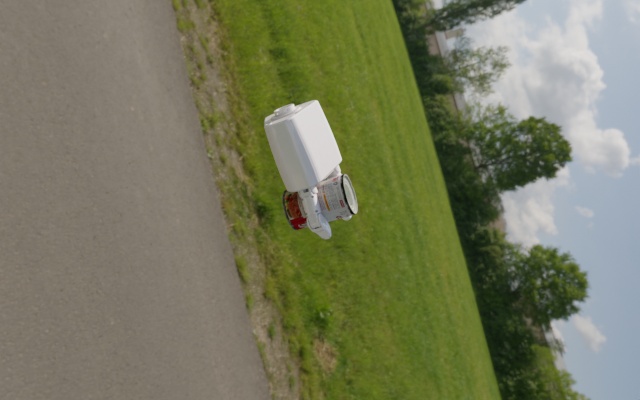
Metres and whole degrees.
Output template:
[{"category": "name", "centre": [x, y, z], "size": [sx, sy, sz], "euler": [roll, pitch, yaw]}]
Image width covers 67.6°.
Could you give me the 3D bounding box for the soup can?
[{"category": "soup can", "centre": [0.001, 0.003, 0.756], "size": [0.102, 0.068, 0.068], "euler": [-16, -5, 17]}]
